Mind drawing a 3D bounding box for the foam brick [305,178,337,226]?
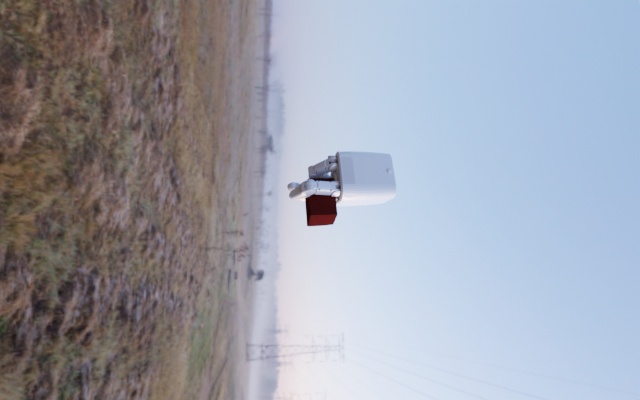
[{"bbox_3d":[0.000,0.003,0.895,0.051,0.078,0.053,0,-25,-10],"label":"foam brick"}]
